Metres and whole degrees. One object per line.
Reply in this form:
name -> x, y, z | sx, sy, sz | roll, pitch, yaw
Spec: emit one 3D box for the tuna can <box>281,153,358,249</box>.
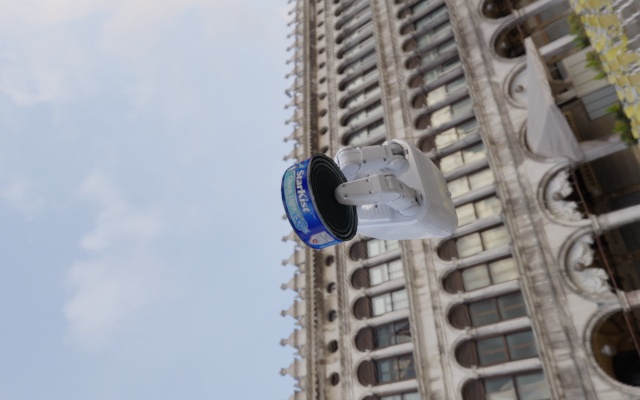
tuna can -> 0.000, 0.002, 0.448 | 0.034, 0.086, 0.086 | -21, -9, 26
